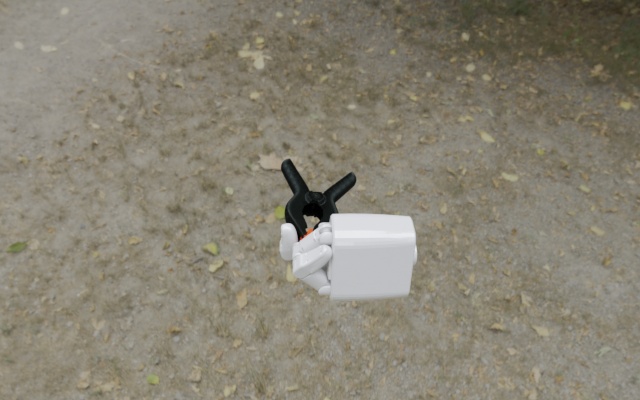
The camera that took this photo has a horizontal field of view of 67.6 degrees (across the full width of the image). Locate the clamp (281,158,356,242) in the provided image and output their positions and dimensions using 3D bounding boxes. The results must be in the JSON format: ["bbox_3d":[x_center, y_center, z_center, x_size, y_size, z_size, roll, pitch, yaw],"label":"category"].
[{"bbox_3d":[0.000,0.002,0.709,0.120,0.171,0.039,2,-43,-5],"label":"clamp"}]
